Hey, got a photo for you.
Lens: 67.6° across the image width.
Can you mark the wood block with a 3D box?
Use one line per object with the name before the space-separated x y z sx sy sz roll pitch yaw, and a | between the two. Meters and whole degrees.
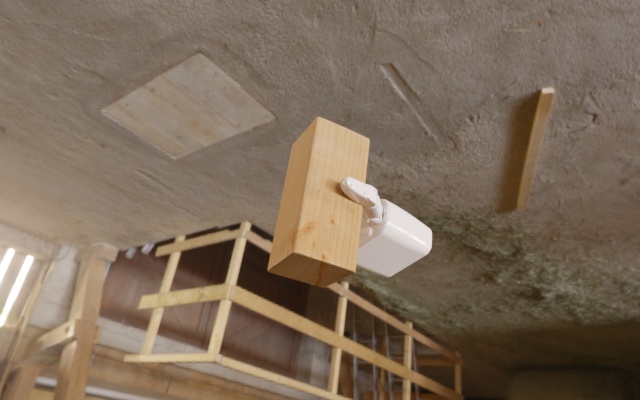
wood block | 0.001 0.002 0.662 0.090 0.206 0.091 21 -31 -21
